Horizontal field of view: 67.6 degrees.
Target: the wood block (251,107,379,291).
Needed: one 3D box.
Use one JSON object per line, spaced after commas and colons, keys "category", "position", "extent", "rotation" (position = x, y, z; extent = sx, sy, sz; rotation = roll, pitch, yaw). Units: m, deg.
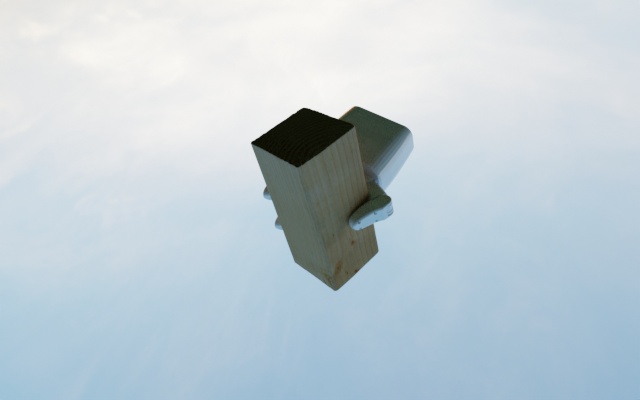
{"category": "wood block", "position": [0.001, 0.002, 0.600], "extent": [0.090, 0.206, 0.090], "rotation": [-39, 44, -25]}
